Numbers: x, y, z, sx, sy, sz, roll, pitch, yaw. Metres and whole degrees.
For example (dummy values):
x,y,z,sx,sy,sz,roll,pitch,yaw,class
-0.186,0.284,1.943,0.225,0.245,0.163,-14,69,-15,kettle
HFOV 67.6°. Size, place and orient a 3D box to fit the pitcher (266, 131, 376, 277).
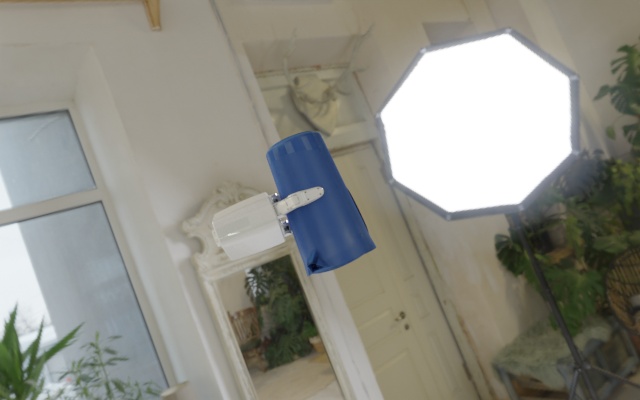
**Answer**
x,y,z,sx,sy,sz,roll,pitch,yaw,class
0.000,0.003,0.866,0.145,0.243,0.149,-22,-5,-7,pitcher
